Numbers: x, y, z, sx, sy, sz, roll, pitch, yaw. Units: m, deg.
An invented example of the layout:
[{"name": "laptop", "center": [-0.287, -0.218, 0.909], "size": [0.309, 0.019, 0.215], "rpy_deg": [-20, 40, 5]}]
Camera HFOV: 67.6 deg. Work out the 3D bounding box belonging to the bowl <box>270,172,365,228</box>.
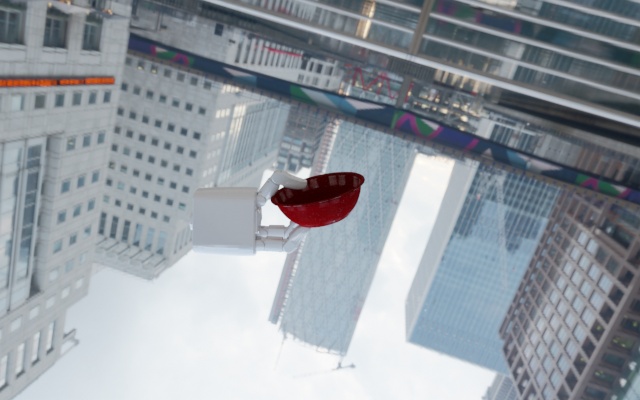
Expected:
[{"name": "bowl", "center": [0.001, 0.003, 0.803], "size": [0.162, 0.055, 0.162], "rpy_deg": [-13, 17, 4]}]
